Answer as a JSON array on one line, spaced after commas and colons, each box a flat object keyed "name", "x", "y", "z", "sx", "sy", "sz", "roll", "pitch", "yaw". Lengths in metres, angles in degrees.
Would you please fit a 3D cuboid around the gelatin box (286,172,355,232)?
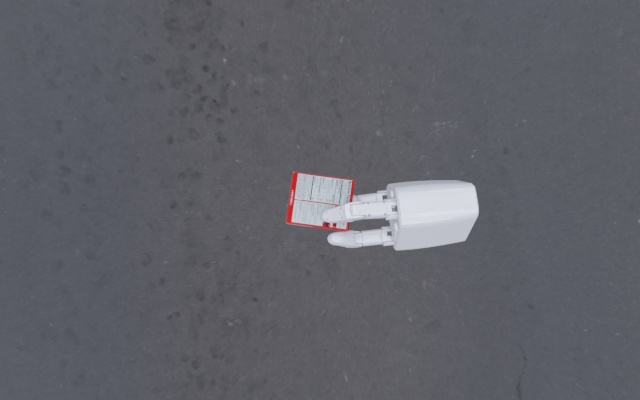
[{"name": "gelatin box", "x": 0.000, "y": 0.002, "z": 0.668, "sx": 0.089, "sy": 0.073, "sz": 0.030, "roll": 7, "pitch": -4, "yaw": 0}]
